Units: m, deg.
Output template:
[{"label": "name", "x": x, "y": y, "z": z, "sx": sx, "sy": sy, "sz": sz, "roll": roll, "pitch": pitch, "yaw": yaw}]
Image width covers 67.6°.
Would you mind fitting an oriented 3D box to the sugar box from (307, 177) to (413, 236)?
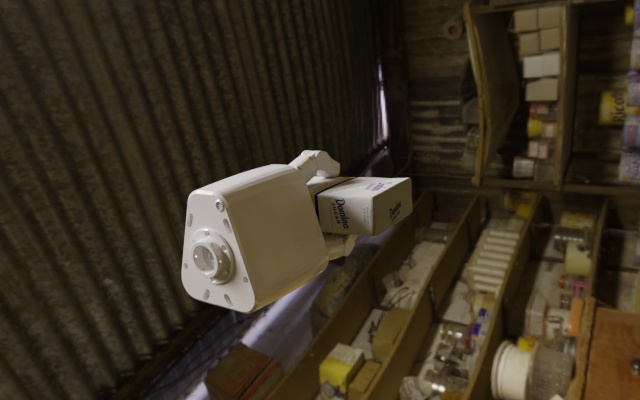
[{"label": "sugar box", "x": 0.000, "y": 0.002, "z": 0.517, "sx": 0.176, "sy": 0.048, "sz": 0.093, "roll": 6, "pitch": 17, "yaw": 33}]
